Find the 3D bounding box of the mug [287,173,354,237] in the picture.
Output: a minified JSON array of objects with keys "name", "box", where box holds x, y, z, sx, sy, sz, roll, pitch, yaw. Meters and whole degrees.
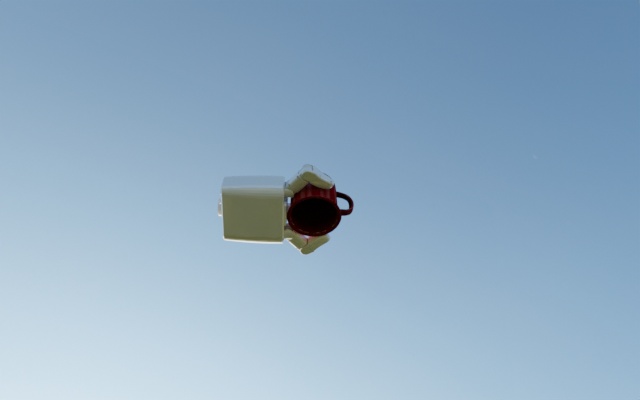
[{"name":"mug","box":[0.002,0.003,0.838,0.117,0.093,0.081,1,40,-3]}]
